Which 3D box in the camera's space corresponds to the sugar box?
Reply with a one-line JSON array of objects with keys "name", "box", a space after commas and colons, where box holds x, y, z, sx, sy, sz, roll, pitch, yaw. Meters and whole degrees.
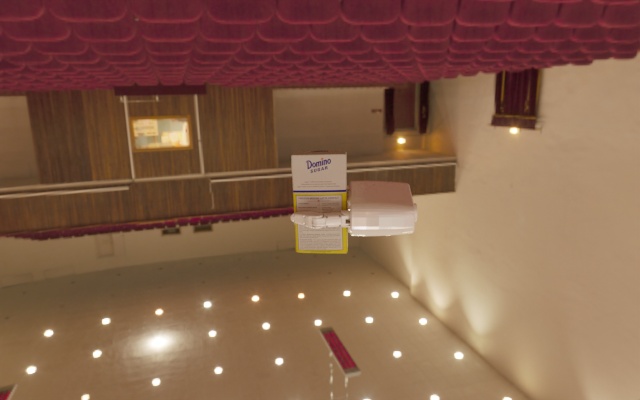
[{"name": "sugar box", "box": [0.000, 0.003, 0.824, 0.093, 0.176, 0.048, 0, 14, 4]}]
